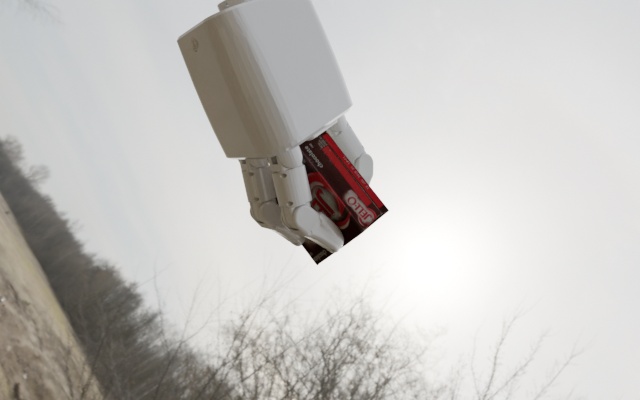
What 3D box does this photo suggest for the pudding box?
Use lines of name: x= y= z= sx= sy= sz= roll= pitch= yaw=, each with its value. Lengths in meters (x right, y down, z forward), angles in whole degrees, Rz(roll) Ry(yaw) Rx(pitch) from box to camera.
pudding box: x=0.000 y=0.001 z=0.433 sx=0.039 sy=0.090 sz=0.113 roll=-34 pitch=-6 yaw=-27
